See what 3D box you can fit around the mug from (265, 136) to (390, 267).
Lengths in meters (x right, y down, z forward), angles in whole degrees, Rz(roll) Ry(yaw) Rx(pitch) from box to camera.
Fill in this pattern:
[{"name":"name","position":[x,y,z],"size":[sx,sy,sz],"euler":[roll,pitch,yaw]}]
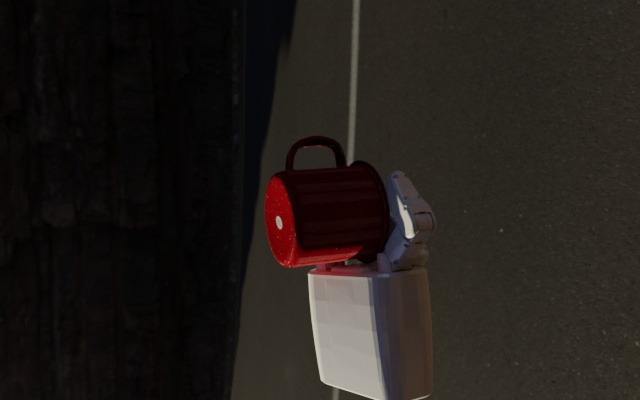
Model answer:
[{"name":"mug","position":[0.000,0.000,0.414],"size":[0.081,0.117,0.093],"euler":[-5,-4,-24]}]
